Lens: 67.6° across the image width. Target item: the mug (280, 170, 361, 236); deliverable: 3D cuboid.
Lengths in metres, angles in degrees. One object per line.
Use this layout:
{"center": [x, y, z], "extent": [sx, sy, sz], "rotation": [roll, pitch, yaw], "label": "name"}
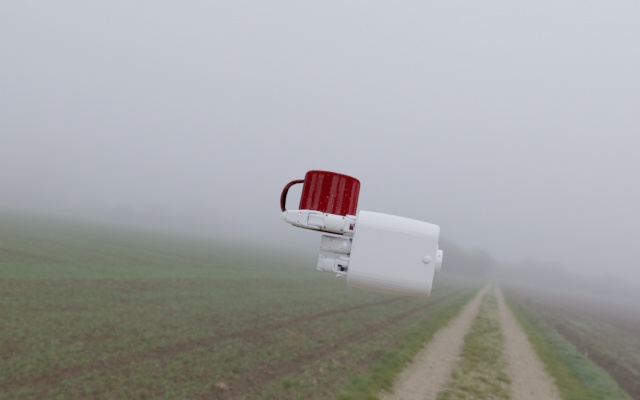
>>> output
{"center": [-0.001, 0.002, 0.685], "extent": [0.117, 0.081, 0.093], "rotation": [9, -5, 10], "label": "mug"}
